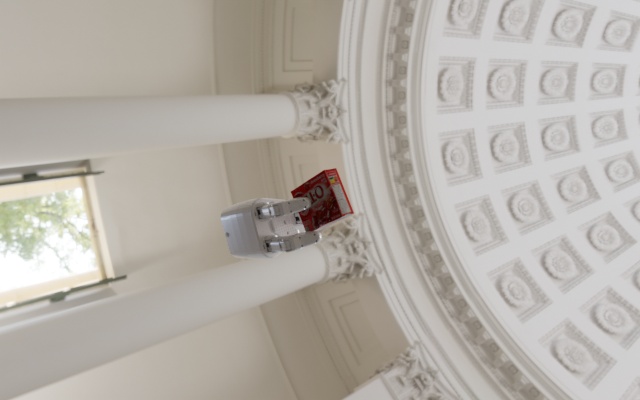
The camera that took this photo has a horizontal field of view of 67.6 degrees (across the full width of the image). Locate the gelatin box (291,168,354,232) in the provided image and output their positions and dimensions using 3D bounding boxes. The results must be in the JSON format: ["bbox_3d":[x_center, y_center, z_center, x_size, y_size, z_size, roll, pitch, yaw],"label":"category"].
[{"bbox_3d":[0.001,0.002,0.714,0.030,0.073,0.089,-13,-11,-43],"label":"gelatin box"}]
